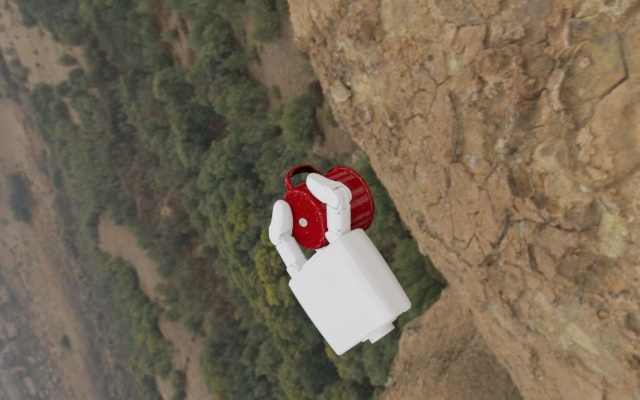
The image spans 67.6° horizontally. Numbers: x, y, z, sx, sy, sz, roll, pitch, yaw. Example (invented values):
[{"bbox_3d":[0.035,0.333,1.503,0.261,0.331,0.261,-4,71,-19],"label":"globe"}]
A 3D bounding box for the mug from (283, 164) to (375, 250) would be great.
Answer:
[{"bbox_3d":[-0.001,0.001,0.602,0.081,0.117,0.093,-24,-20,-37],"label":"mug"}]
